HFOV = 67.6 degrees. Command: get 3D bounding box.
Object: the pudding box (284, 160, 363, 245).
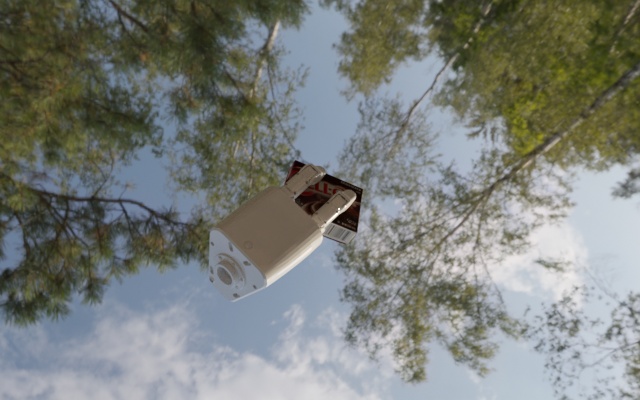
[{"bbox_3d":[0.000,0.002,0.672,0.113,0.090,0.039,24,-46,-11],"label":"pudding box"}]
